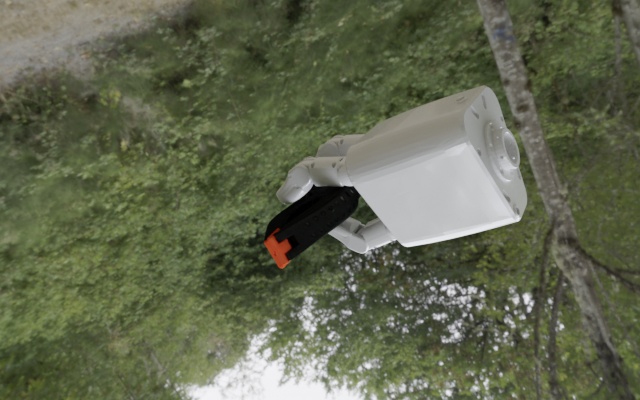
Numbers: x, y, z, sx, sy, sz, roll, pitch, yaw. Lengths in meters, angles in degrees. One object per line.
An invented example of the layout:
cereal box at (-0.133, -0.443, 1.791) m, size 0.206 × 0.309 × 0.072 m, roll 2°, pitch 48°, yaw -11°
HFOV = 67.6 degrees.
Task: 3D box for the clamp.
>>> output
clamp at (0.000, 0.002, 0.479) m, size 0.164 × 0.036 × 0.210 m, roll -21°, pitch 14°, yaw 41°
